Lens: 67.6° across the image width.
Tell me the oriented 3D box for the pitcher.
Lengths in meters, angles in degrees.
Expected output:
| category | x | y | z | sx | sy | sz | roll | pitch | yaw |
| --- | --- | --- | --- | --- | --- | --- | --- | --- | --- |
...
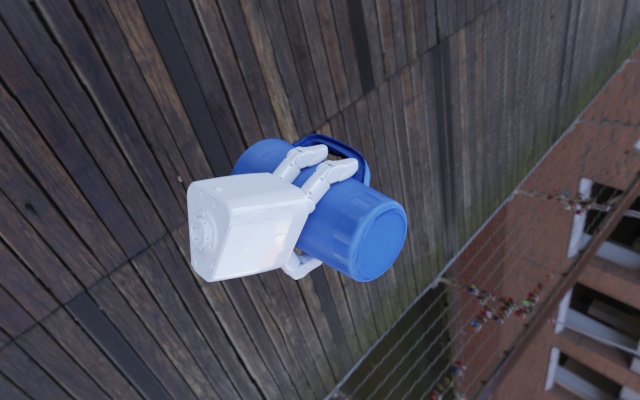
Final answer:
| category | x | y | z | sx | sy | sz | roll | pitch | yaw |
| --- | --- | --- | --- | --- | --- | --- | --- | --- | --- |
| pitcher | 0.000 | 0.002 | 0.652 | 0.145 | 0.149 | 0.242 | -8 | 26 | -44 |
